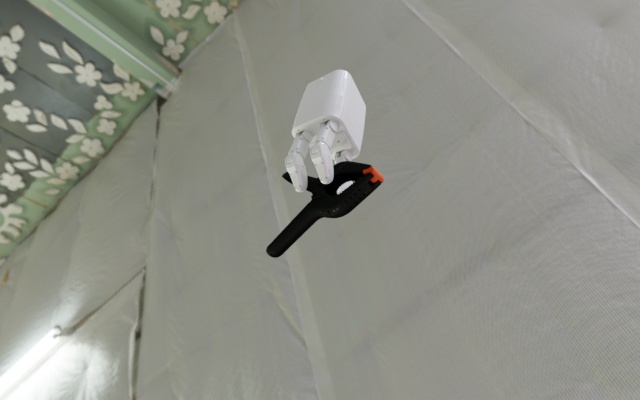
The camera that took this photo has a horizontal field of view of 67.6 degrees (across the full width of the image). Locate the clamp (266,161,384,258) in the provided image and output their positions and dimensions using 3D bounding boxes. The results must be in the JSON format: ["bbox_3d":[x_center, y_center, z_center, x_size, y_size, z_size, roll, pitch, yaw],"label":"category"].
[{"bbox_3d":[0.001,0.002,0.728,0.210,0.164,0.036,-15,-40,40],"label":"clamp"}]
